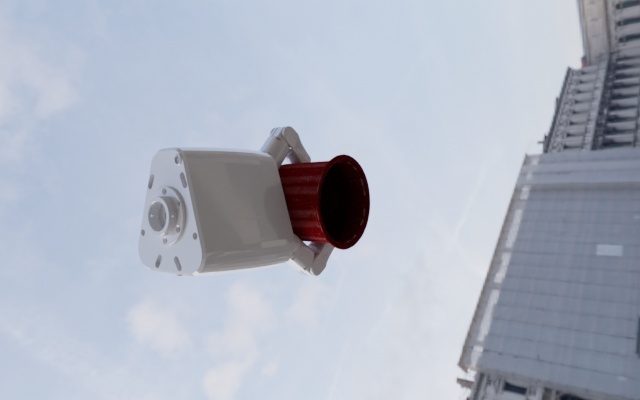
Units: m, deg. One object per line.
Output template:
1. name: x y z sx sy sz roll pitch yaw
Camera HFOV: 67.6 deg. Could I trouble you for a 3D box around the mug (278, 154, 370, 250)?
1. mug: 0.001 0.002 0.500 0.081 0.093 0.117 0 0 37
